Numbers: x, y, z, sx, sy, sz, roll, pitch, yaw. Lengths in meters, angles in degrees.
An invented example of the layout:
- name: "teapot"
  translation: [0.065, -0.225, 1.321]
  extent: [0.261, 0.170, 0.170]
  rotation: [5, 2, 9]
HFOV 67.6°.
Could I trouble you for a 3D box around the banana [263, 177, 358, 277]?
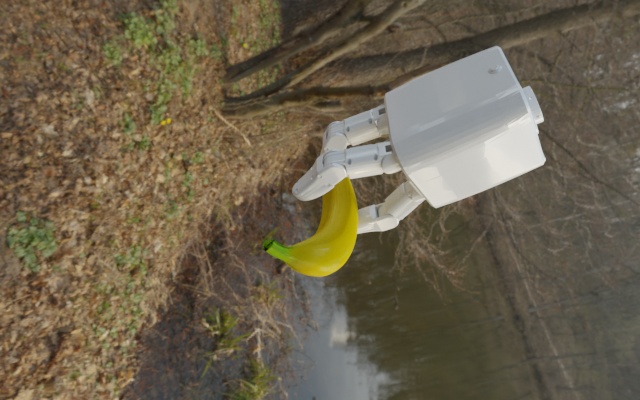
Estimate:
- name: "banana"
  translation: [0.009, 0.018, 0.456]
  extent: [0.037, 0.070, 0.197]
  rotation: [-25, 14, 24]
